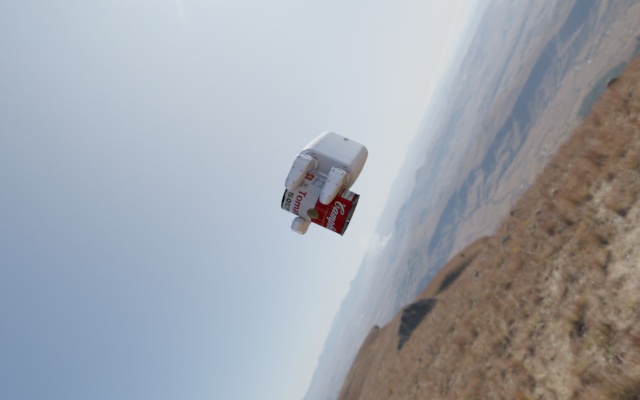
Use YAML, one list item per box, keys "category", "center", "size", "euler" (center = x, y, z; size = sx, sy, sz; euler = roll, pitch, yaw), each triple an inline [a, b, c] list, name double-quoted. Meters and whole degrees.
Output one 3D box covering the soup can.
- category: "soup can"
  center: [0.000, 0.003, 0.719]
  size: [0.102, 0.068, 0.068]
  euler: [24, 3, 8]
